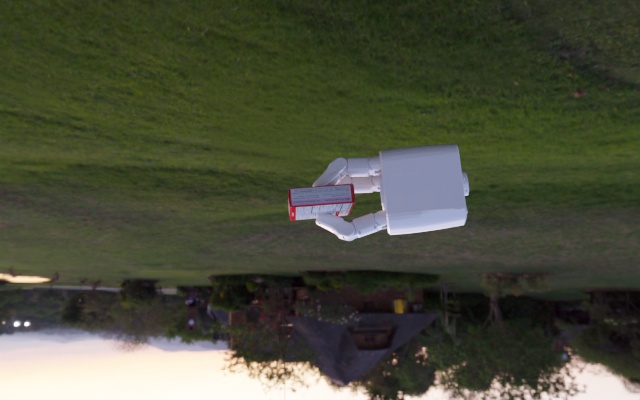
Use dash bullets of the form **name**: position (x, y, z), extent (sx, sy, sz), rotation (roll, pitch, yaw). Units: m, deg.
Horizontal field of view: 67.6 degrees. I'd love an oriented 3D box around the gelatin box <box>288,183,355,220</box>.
- **gelatin box**: position (0.000, 0.003, 0.664), extent (0.089, 0.030, 0.073), rotation (-5, -15, -5)
